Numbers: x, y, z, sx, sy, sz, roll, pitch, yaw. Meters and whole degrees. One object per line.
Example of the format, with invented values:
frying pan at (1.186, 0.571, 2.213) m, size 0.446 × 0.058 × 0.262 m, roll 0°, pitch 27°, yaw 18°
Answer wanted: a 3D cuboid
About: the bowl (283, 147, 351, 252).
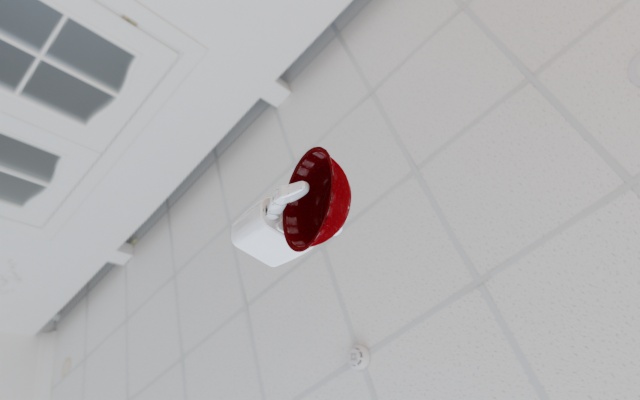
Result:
bowl at (0.001, 0.002, 0.727) m, size 0.055 × 0.162 × 0.162 m, roll 13°, pitch -6°, yaw -26°
